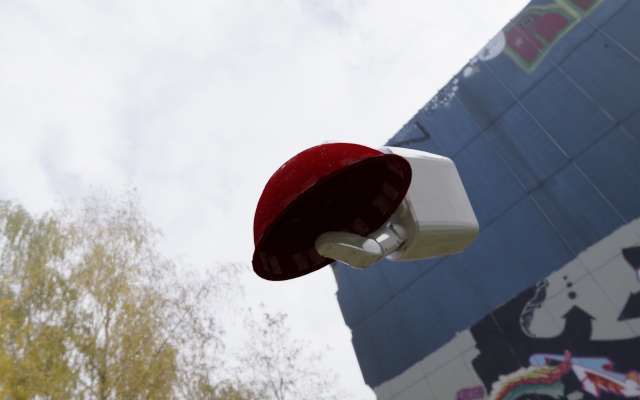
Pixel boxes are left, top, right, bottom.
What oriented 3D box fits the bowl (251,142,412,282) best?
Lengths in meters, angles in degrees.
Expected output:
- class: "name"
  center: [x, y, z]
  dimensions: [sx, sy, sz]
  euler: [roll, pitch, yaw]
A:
- class: "bowl"
  center: [-0.001, 0.001, 0.421]
  dimensions: [0.162, 0.055, 0.162]
  euler: [-28, -27, -16]
